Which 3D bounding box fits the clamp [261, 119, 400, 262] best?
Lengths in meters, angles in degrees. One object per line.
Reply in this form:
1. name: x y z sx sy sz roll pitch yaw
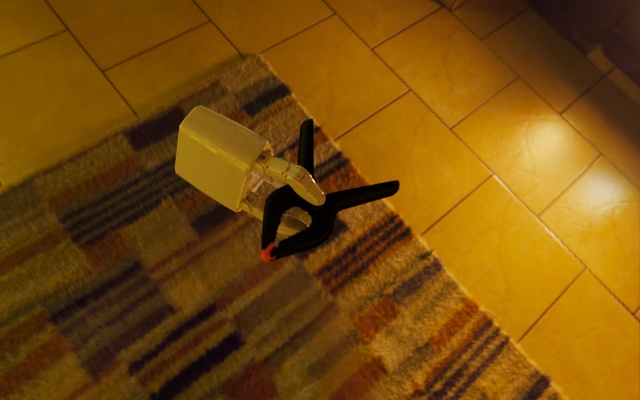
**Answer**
1. clamp: 0.000 0.002 0.632 0.164 0.210 0.036 30 -26 5
